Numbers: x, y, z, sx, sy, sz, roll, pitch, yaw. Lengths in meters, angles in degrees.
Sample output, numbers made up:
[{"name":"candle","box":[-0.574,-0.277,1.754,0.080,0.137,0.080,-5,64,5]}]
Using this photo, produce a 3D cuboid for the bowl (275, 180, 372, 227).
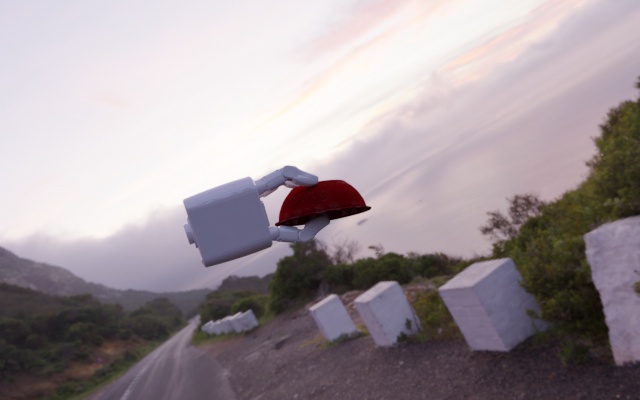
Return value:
[{"name":"bowl","box":[0.001,0.002,0.786,0.162,0.055,0.162,-10,-8,-1]}]
